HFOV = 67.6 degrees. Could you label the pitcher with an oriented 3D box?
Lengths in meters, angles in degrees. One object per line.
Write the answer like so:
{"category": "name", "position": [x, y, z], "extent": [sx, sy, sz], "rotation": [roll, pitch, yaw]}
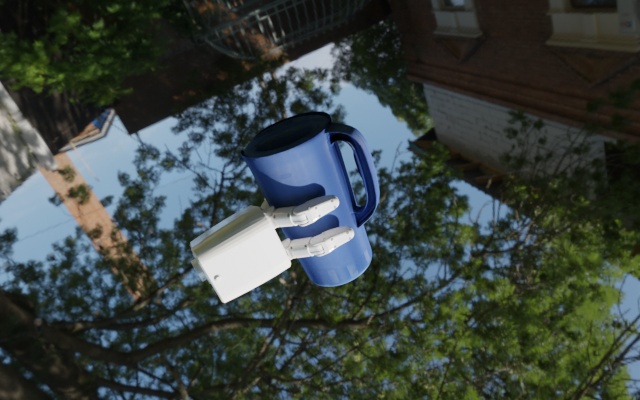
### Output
{"category": "pitcher", "position": [0.000, 0.002, 0.691], "extent": [0.145, 0.243, 0.149], "rotation": [-30, 27, -14]}
